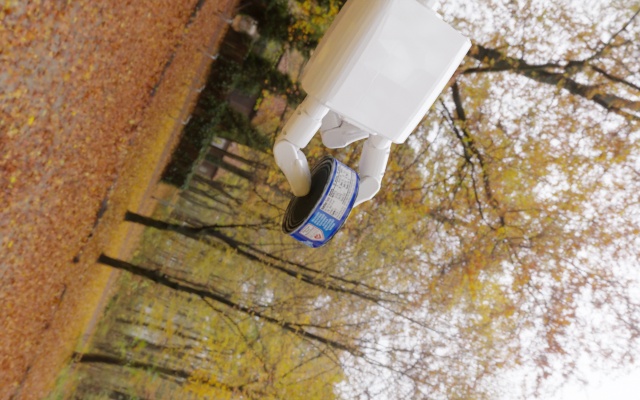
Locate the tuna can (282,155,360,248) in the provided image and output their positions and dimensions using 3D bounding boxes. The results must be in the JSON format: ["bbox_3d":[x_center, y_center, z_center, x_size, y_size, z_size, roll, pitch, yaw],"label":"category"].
[{"bbox_3d":[0.001,0.002,0.455,0.034,0.086,0.086,31,-10,-17],"label":"tuna can"}]
